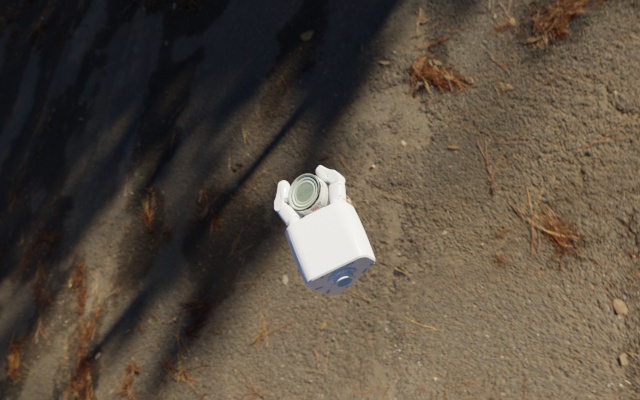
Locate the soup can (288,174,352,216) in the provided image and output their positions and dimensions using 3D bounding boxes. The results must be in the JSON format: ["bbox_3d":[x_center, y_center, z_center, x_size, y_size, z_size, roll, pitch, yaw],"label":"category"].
[{"bbox_3d":[0.000,0.002,0.826,0.068,0.068,0.102,0,-20,37],"label":"soup can"}]
